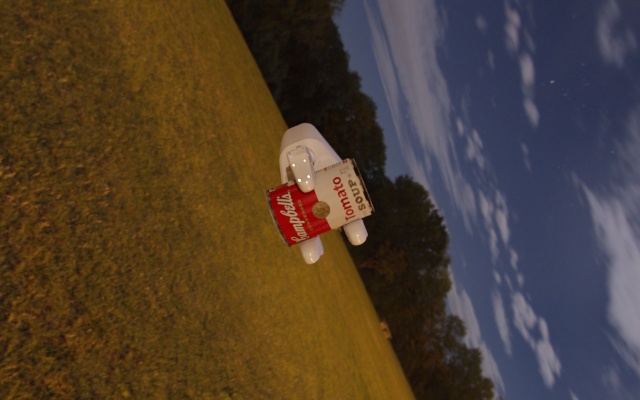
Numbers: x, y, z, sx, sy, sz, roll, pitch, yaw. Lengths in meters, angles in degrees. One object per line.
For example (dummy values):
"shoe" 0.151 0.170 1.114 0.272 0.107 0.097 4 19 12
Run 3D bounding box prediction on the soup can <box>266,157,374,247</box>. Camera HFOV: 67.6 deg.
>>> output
"soup can" 0.000 0.002 0.524 0.102 0.068 0.068 -21 -2 4
